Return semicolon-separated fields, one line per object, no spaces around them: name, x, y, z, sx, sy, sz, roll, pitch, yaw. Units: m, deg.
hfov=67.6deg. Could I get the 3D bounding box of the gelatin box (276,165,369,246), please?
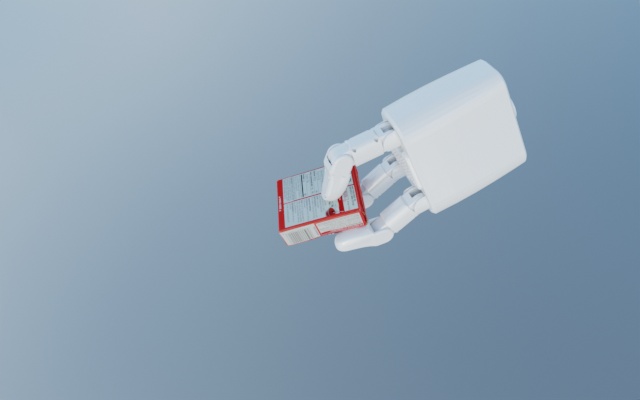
gelatin box;0.000;0.001;0.500;0.089;0.073;0.030;-16;-42;9
